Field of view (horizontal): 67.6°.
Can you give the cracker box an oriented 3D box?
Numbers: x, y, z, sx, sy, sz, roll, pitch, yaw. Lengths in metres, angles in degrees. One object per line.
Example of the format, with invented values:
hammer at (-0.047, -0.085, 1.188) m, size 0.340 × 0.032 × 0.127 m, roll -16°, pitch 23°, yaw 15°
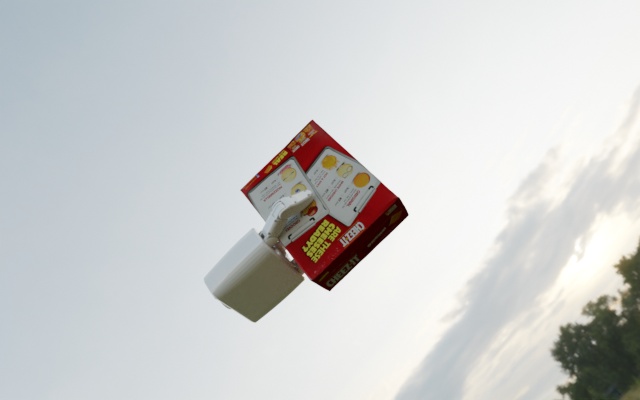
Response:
cracker box at (0.000, 0.002, 0.718) m, size 0.213 × 0.164 × 0.072 m, roll 47°, pitch 2°, yaw 36°
